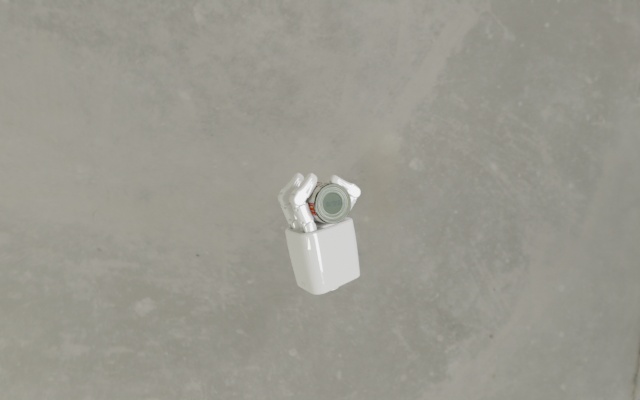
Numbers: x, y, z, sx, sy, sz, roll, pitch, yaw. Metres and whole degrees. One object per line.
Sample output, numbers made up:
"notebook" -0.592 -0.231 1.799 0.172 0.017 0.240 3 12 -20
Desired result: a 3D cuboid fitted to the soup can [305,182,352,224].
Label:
"soup can" 0.000 0.002 0.811 0.068 0.068 0.102 0 3 -24
